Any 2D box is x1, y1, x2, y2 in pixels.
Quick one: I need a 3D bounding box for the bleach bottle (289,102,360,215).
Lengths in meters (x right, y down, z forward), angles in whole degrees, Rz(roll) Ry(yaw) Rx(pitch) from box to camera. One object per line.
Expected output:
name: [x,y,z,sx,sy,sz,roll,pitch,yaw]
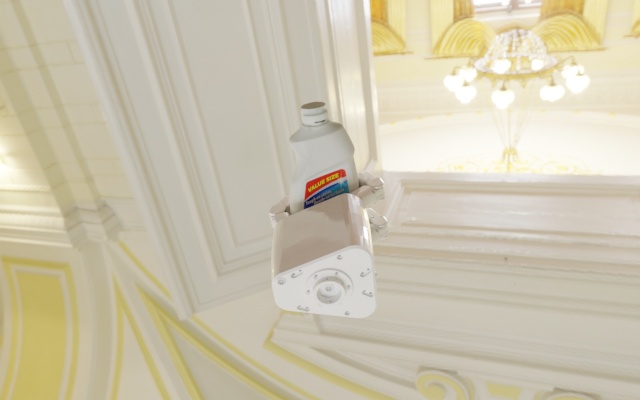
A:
bleach bottle: [0.000,0.002,0.605,0.102,0.251,0.068,-8,28,2]
